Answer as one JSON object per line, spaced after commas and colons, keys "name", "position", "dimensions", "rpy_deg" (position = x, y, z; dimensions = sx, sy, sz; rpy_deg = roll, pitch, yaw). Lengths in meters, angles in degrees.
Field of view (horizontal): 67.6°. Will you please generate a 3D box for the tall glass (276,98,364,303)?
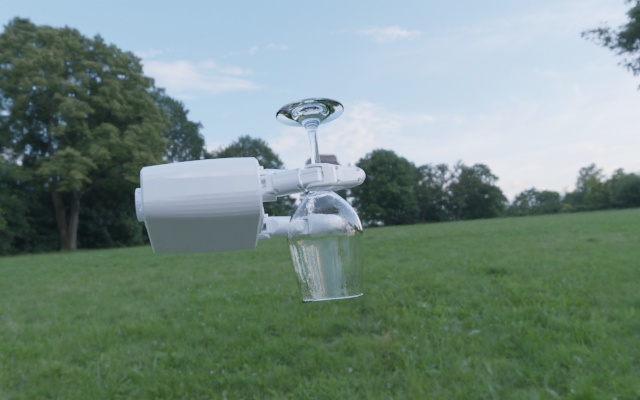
{"name": "tall glass", "position": [0.000, 0.001, 0.495], "dimensions": [0.079, 0.201, 0.079], "rpy_deg": [-7, -12, -1]}
